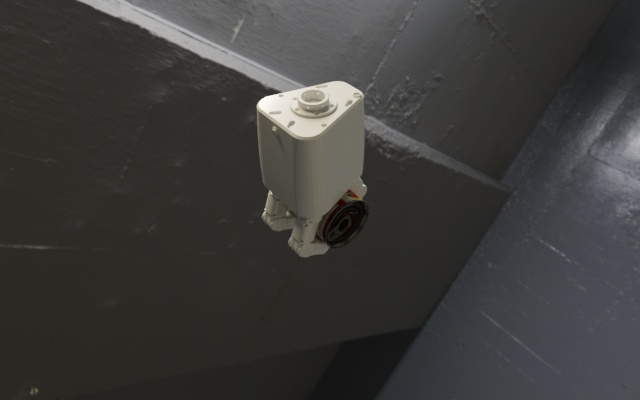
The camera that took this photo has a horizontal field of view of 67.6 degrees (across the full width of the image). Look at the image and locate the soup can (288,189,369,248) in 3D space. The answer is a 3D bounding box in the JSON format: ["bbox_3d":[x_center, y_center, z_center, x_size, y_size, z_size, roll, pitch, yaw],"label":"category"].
[{"bbox_3d":[0.000,0.002,0.585,0.068,0.068,0.102,0,32,-48],"label":"soup can"}]
